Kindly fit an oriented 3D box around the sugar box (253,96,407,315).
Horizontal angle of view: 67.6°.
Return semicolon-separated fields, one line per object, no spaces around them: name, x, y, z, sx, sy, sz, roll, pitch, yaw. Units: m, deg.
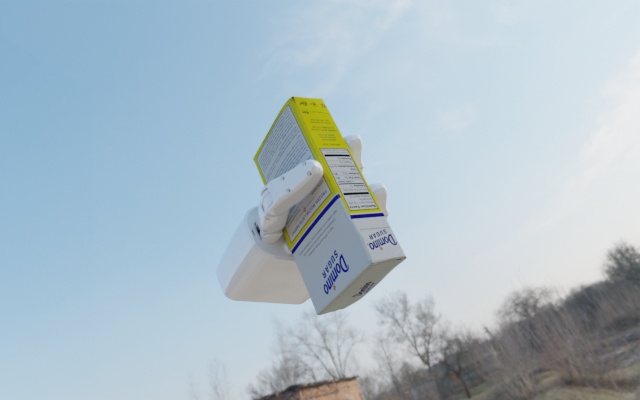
sugar box;0.000;0.001;0.429;0.048;0.176;0.093;-6;-31;-37
